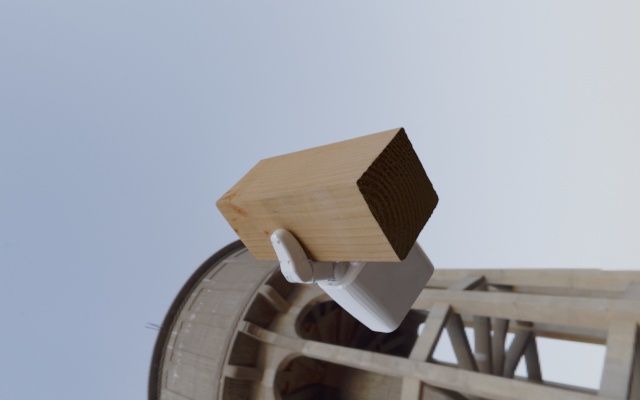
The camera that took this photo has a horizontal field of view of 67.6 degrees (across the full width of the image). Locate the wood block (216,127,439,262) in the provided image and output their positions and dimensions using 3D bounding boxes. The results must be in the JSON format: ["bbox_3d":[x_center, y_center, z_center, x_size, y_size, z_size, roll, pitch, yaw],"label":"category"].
[{"bbox_3d":[0.000,0.002,0.492,0.206,0.090,0.090,-7,33,45],"label":"wood block"}]
